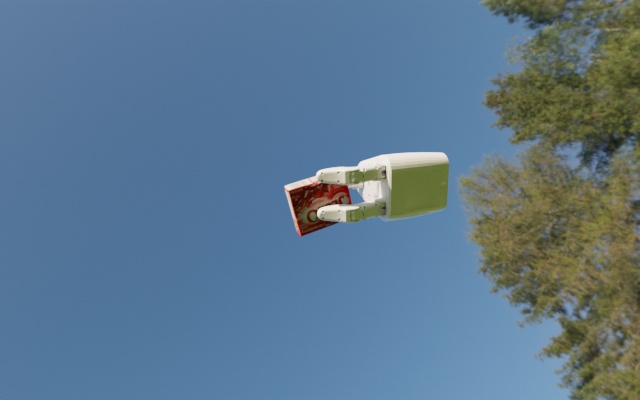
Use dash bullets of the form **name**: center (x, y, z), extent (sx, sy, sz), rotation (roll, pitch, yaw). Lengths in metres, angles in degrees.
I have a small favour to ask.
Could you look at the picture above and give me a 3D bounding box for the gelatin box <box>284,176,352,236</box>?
- **gelatin box**: center (0.000, 0.002, 0.694), extent (0.089, 0.073, 0.030), rotation (-19, 21, -12)
